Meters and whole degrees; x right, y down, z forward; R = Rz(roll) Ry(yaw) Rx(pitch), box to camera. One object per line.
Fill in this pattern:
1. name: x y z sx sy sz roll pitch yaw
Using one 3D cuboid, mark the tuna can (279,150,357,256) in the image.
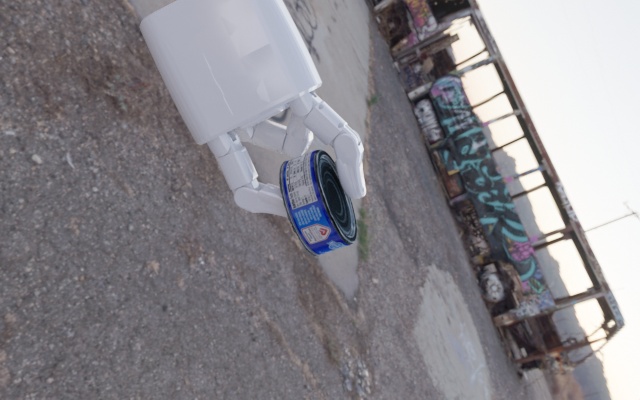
1. tuna can: 0.001 0.001 0.402 0.034 0.086 0.086 -19 -6 16
